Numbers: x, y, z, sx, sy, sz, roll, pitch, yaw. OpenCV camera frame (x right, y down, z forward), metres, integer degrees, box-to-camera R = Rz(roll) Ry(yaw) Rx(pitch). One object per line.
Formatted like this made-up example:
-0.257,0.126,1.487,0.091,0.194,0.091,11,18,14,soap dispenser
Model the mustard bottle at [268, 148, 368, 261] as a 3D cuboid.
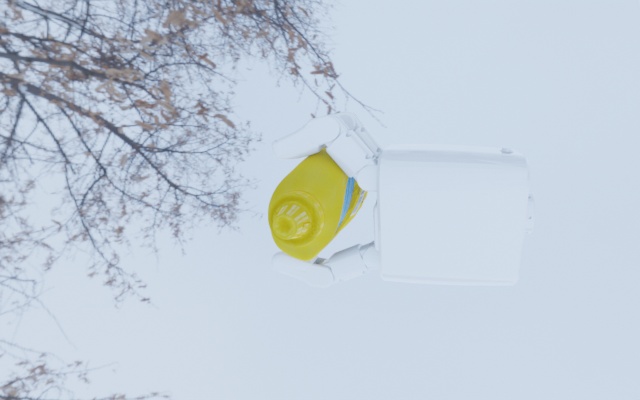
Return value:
0.000,0.001,0.418,0.058,0.096,0.191,26,16,9,mustard bottle
